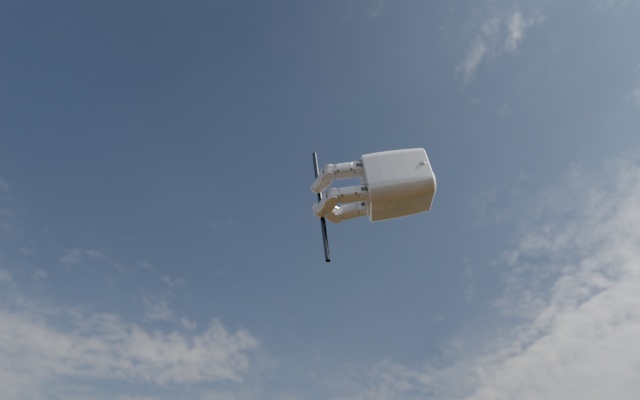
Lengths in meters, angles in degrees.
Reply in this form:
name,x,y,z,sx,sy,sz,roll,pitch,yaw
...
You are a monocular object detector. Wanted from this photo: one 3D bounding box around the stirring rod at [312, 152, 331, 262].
name,x,y,z,sx,sy,sz,roll,pitch,yaw
stirring rod,0.000,0.003,0.808,0.011,0.239,0.011,-4,-42,-4
